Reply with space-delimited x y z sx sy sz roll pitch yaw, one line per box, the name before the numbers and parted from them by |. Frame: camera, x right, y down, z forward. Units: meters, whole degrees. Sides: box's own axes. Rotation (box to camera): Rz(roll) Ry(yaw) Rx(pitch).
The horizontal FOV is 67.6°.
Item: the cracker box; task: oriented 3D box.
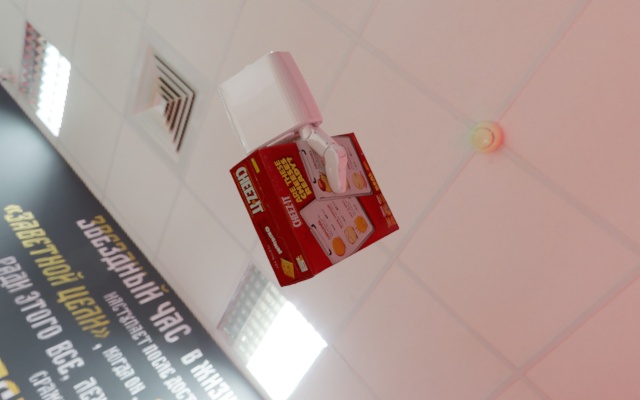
cracker box | 0.000 0.002 0.649 0.072 0.164 0.213 -28 -5 39
